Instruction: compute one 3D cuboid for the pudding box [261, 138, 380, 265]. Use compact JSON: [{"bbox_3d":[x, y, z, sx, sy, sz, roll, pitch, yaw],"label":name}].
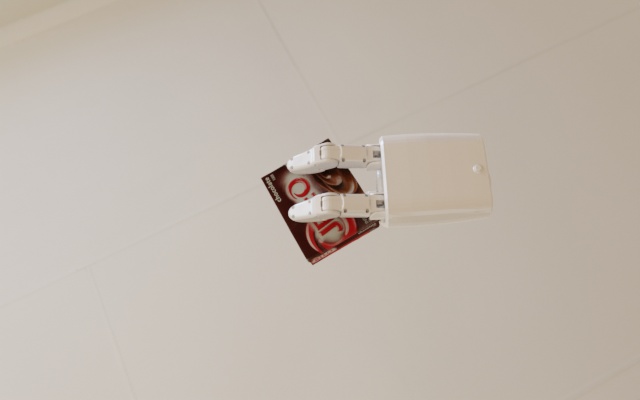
[{"bbox_3d":[0.000,0.002,0.531,0.090,0.113,0.039,-31,-20,-2],"label":"pudding box"}]
